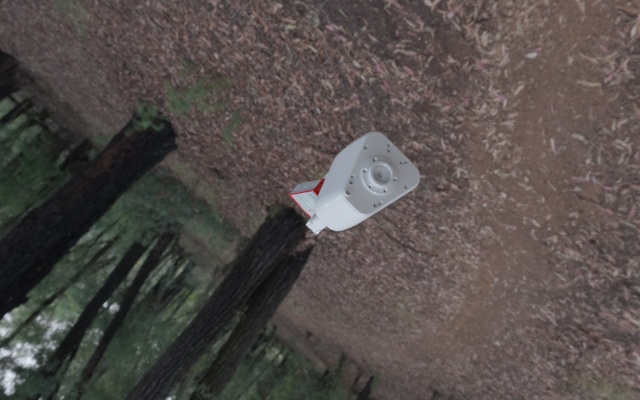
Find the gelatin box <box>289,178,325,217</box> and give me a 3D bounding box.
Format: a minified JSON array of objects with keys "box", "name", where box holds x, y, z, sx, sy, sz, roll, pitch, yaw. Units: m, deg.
[{"box":[0.000,0.003,0.767,0.073,0.030,0.089,46,-25,-18],"name":"gelatin box"}]
